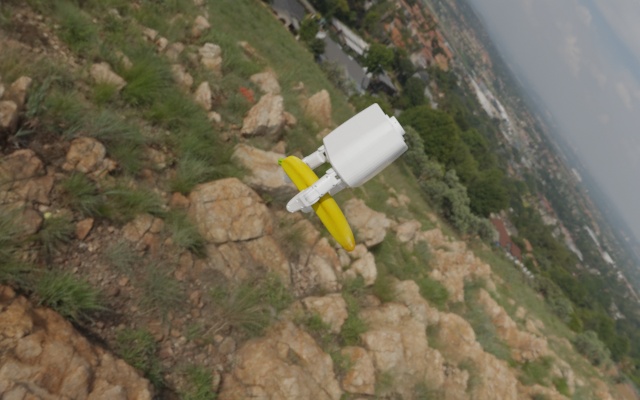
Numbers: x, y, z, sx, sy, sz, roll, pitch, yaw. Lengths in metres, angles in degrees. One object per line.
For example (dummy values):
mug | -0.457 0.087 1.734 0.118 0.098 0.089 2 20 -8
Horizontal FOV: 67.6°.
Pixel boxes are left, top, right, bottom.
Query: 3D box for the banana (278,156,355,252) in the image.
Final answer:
banana | -0.003 -0.003 0.766 0.037 0.198 0.069 -36 -8 -2
